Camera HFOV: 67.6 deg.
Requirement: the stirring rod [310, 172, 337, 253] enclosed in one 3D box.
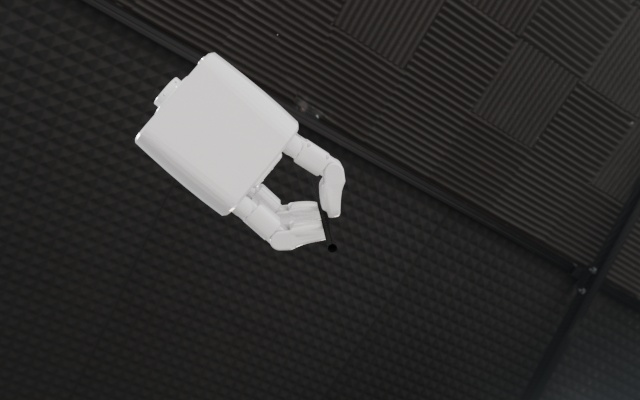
[{"bbox_3d":[0.000,0.002,0.521,0.011,0.011,0.239,0,19,-5],"label":"stirring rod"}]
